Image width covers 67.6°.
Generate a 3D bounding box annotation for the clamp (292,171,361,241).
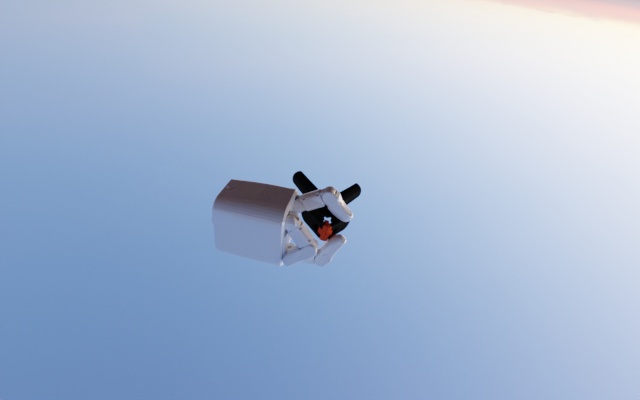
[{"bbox_3d":[0.000,0.003,0.771,0.120,0.039,0.171,11,27,5],"label":"clamp"}]
